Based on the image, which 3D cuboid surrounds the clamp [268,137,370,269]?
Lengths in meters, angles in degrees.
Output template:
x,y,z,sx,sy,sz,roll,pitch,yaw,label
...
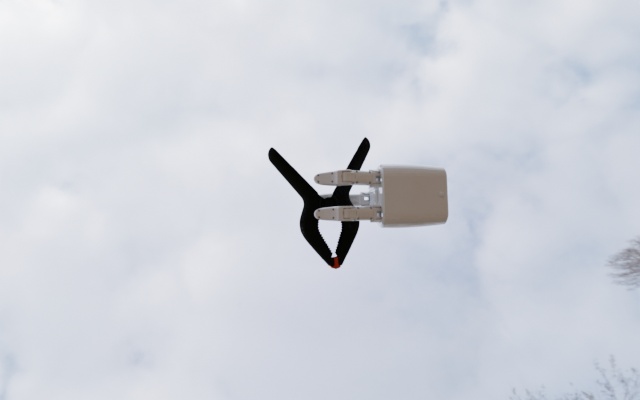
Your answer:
x,y,z,sx,sy,sz,roll,pitch,yaw,label
0.000,0.003,0.755,0.164,0.210,0.036,0,-6,-5,clamp
